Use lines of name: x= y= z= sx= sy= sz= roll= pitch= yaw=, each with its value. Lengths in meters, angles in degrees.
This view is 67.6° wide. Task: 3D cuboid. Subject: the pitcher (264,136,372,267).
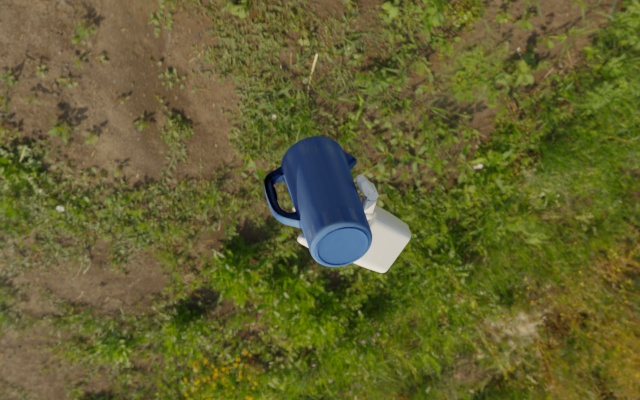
pitcher: x=0.000 y=0.003 z=0.873 sx=0.145 sy=0.149 sz=0.242 roll=29 pitch=27 yaw=-34
